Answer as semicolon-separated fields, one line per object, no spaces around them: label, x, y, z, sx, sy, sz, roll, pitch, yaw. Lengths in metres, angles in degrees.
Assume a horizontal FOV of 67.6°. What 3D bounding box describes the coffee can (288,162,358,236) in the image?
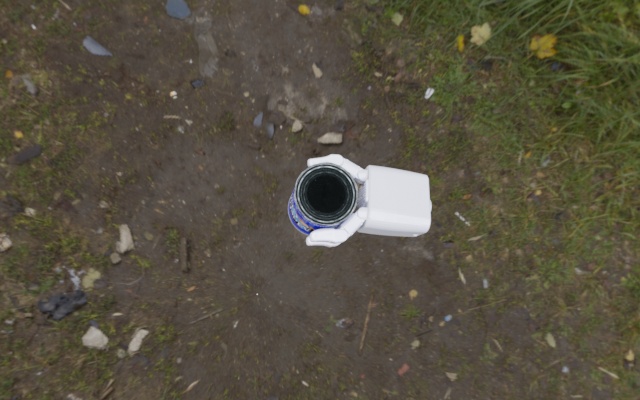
coffee can;0.000;0.003;0.814;0.103;0.102;0.140;0;-11;-8
